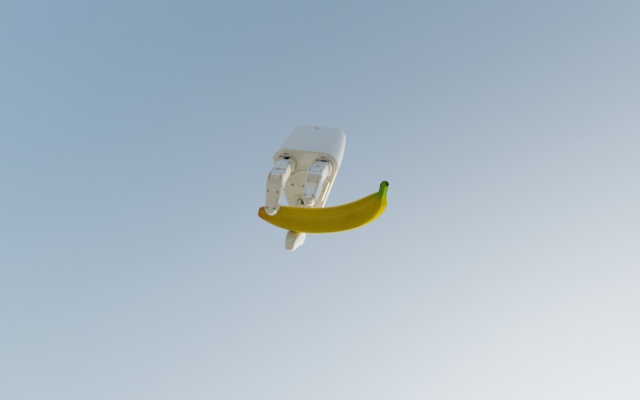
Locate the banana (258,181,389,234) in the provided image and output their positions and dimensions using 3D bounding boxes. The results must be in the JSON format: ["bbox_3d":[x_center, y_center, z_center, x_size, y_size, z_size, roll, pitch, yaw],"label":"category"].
[{"bbox_3d":[0.011,0.016,0.654,0.198,0.070,0.037,-13,32,24],"label":"banana"}]
